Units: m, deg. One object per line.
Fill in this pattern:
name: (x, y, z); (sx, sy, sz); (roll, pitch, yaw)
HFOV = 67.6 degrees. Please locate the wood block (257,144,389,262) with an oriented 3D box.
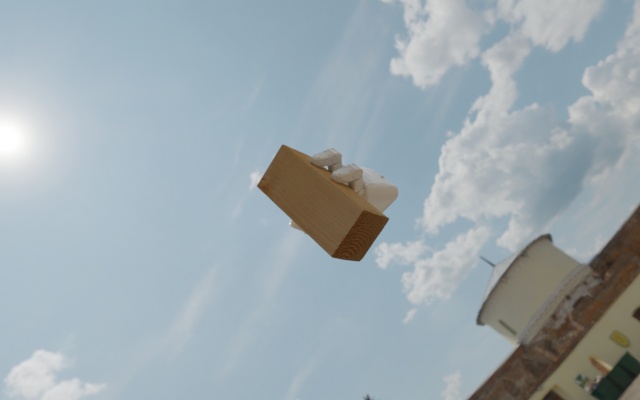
wood block: (0.000, 0.003, 0.802); (0.206, 0.091, 0.090); (40, 14, 34)
